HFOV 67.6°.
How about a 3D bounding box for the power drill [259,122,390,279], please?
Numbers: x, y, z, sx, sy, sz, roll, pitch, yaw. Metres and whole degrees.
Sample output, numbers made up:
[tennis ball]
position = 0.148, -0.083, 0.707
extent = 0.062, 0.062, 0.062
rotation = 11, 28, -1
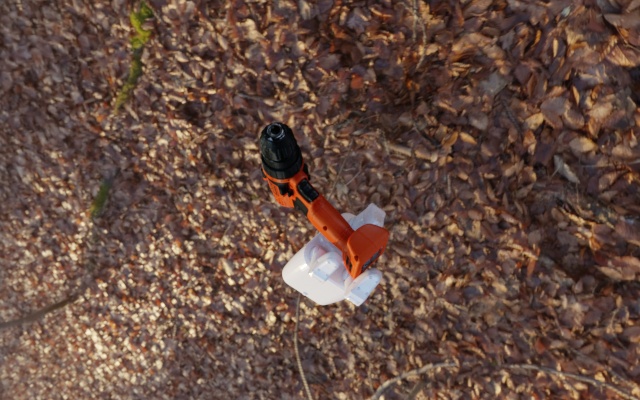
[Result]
[power drill]
position = 0.000, 0.002, 0.590
extent = 0.057, 0.187, 0.184
rotation = -41, -18, -11
